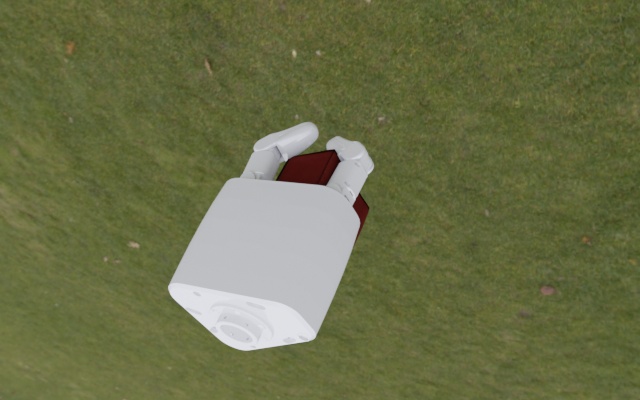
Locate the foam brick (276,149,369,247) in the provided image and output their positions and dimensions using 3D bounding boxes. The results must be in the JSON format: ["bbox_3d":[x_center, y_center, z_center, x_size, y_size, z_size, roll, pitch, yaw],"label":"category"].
[{"bbox_3d":[0.000,0.002,0.430,0.053,0.051,0.078,-6,-46,34],"label":"foam brick"}]
